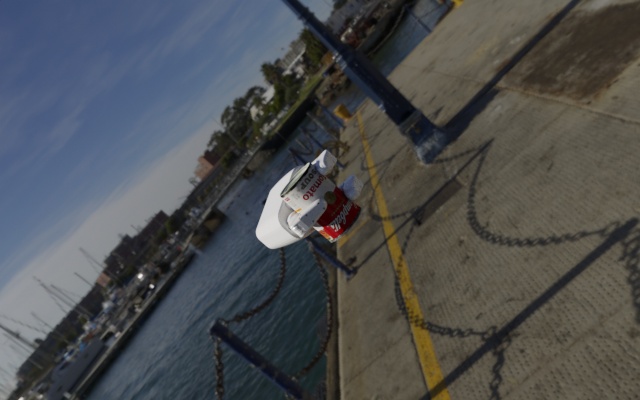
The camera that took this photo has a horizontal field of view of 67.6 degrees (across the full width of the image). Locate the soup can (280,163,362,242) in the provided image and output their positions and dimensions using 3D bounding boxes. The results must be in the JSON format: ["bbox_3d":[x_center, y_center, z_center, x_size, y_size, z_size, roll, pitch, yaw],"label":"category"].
[{"bbox_3d":[0.000,0.002,0.693,0.102,0.068,0.068,42,-10,-11],"label":"soup can"}]
